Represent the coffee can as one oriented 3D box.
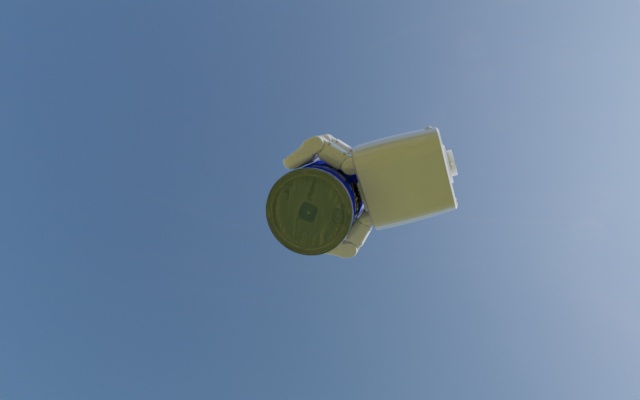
[{"bbox_3d":[0.000,0.002,0.612,0.103,0.103,0.140,0,10,12],"label":"coffee can"}]
